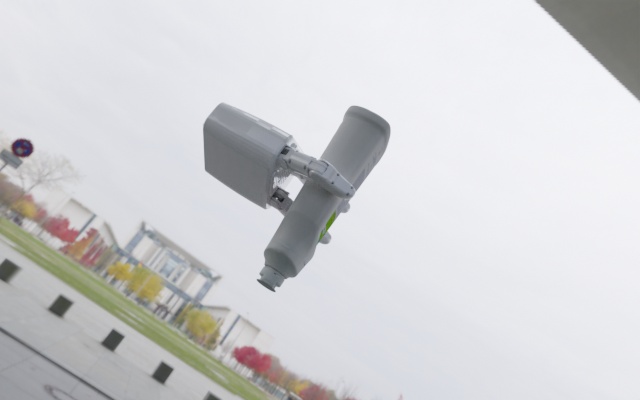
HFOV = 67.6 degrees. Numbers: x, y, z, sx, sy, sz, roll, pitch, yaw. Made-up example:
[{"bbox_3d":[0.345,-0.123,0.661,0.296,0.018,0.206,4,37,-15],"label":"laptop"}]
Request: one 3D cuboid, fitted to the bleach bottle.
[{"bbox_3d":[0.000,0.002,0.610,0.068,0.250,0.103,29,-21,12],"label":"bleach bottle"}]
